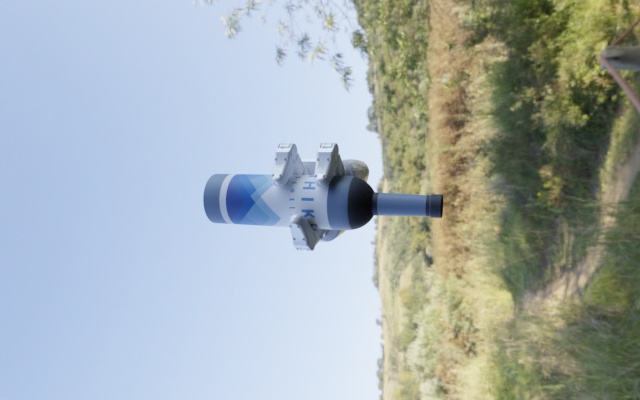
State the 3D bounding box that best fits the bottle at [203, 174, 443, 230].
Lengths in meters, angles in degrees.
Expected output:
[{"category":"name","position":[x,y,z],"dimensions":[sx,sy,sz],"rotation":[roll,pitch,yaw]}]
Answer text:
[{"category":"bottle","position":[0.000,0.002,0.593],"dimensions":[0.295,0.069,0.069],"rotation":[2,1,18]}]
